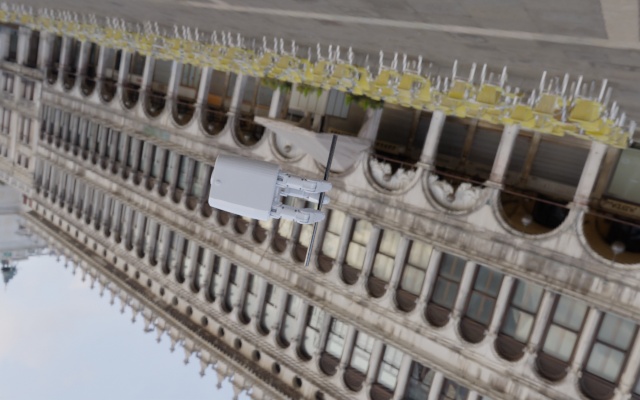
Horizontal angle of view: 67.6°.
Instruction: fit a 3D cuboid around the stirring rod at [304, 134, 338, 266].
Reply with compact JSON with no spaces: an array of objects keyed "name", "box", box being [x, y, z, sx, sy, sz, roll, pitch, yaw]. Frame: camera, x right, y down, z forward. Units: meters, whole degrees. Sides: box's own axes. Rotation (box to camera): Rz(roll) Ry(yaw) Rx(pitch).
[{"name":"stirring rod","box":[0.000,0.003,0.842,0.011,0.239,0.011,12,11,-2]}]
